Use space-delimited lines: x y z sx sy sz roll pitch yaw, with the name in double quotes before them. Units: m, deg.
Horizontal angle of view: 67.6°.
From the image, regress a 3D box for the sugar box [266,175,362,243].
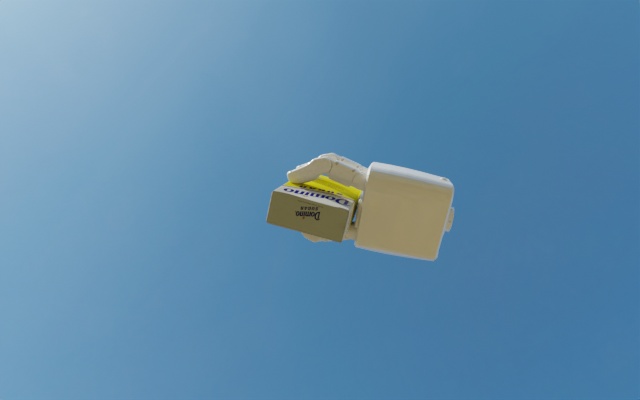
"sugar box" 0.000 0.002 0.619 0.093 0.048 0.176 15 11 7
